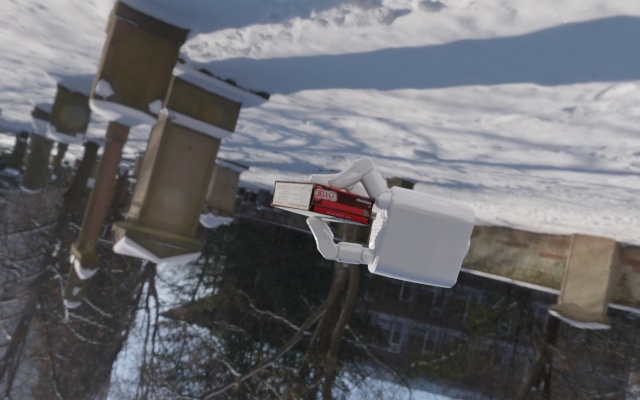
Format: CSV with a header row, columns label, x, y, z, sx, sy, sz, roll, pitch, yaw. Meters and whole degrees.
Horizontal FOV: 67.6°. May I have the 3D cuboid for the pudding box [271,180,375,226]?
label,x,y,z,sx,sy,sz,roll,pitch,yaw
pudding box,0.000,0.002,0.609,0.090,0.039,0.113,16,-6,-30
